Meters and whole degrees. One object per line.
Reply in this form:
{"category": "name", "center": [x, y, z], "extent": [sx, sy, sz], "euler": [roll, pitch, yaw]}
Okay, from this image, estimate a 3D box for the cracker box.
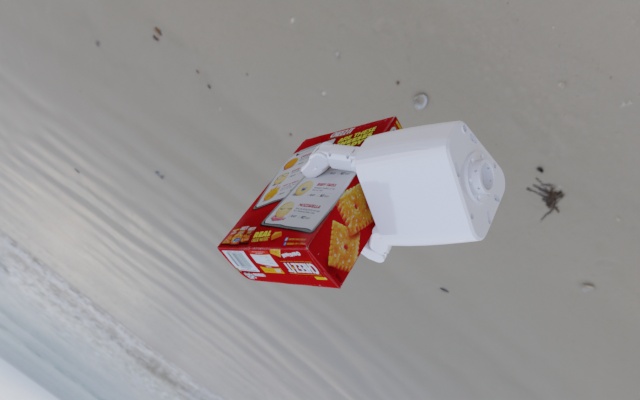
{"category": "cracker box", "center": [0.000, 0.002, 0.578], "extent": [0.164, 0.072, 0.213], "euler": [-6, 39, 46]}
